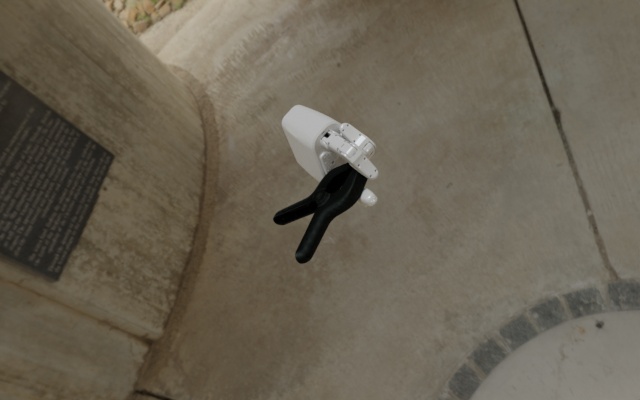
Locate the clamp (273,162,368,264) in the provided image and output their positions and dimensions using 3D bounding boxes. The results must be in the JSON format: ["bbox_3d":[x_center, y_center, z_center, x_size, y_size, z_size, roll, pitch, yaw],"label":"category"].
[{"bbox_3d":[0.000,0.002,0.707,0.120,0.171,0.039,38,-5,47],"label":"clamp"}]
